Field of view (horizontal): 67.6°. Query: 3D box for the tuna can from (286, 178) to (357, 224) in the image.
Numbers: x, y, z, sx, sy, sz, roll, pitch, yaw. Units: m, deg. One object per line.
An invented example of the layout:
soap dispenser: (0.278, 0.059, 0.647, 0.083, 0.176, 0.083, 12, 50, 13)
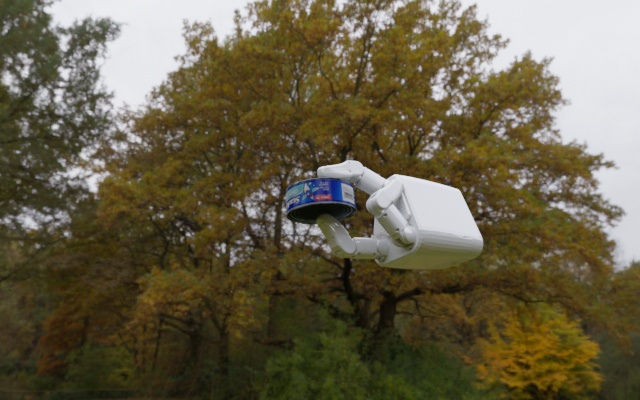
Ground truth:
tuna can: (0.000, 0.001, 0.587, 0.086, 0.033, 0.086, -4, -18, -1)
